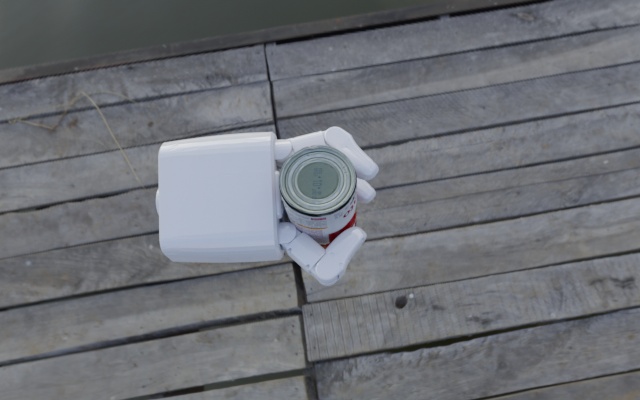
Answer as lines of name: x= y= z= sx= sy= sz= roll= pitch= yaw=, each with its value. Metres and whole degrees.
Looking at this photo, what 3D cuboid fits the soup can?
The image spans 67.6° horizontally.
soup can: x=0.001 y=0.001 z=0.443 sx=0.068 sy=0.068 sz=0.102 roll=0 pitch=-23 yaw=3
